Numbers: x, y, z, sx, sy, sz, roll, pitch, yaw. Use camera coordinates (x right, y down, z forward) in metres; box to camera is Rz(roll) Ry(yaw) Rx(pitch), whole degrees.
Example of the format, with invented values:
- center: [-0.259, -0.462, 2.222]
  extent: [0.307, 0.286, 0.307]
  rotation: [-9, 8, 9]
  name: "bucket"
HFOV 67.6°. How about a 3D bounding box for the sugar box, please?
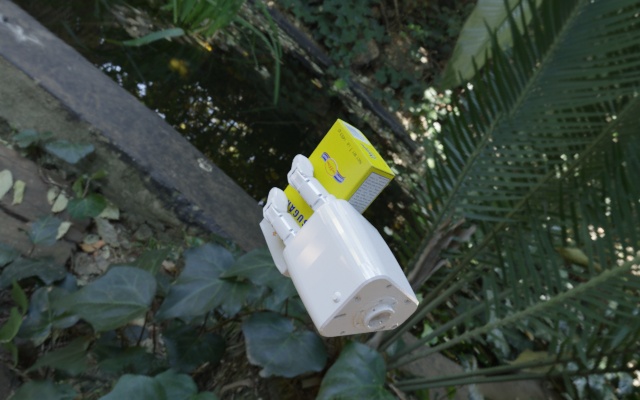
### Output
- center: [0.000, 0.002, 0.565]
  extent: [0.048, 0.176, 0.093]
  rotation: [20, 29, -41]
  name: "sugar box"
